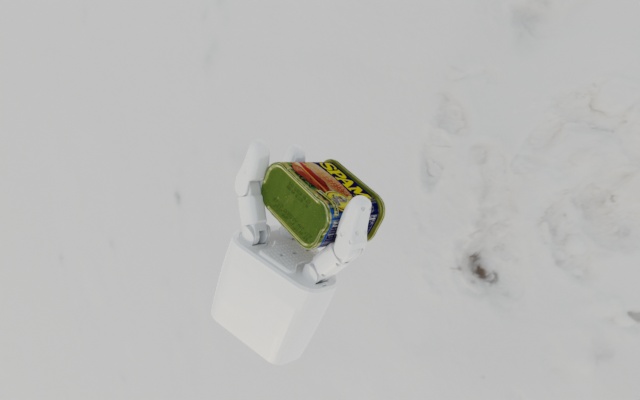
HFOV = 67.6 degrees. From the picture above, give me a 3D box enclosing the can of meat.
[{"bbox_3d":[0.000,0.002,0.484,0.084,0.057,0.102,-5,39,-46],"label":"can of meat"}]
